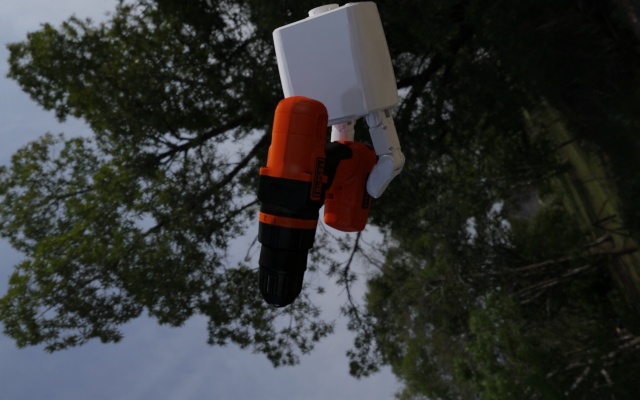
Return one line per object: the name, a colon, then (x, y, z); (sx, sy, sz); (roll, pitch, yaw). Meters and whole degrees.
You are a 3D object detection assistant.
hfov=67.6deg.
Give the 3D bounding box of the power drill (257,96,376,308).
power drill: (0.000, 0.001, 0.480); (0.057, 0.184, 0.187); (11, 5, 20)
